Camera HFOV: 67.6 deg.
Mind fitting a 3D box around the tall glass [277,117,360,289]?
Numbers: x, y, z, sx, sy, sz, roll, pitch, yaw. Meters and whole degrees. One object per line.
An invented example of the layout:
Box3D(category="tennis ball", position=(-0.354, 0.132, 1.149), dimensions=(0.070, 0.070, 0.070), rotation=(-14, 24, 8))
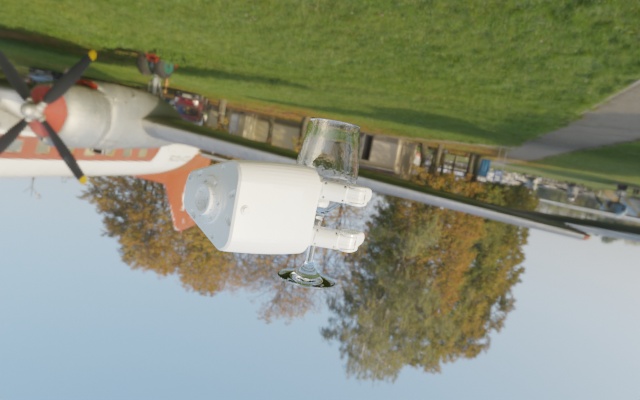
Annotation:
Box3D(category="tall glass", position=(0.000, 0.003, 0.591), dimensions=(0.079, 0.201, 0.079), rotation=(11, 6, -1))
